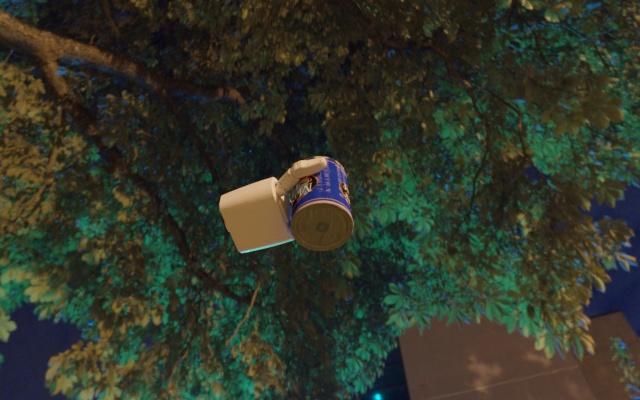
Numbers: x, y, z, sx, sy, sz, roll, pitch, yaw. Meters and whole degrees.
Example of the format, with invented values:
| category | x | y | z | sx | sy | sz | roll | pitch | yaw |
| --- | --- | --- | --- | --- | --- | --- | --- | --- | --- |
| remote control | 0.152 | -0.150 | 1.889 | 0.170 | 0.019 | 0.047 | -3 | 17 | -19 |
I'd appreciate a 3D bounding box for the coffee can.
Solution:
| category | x | y | z | sx | sy | sz | roll | pitch | yaw |
| --- | --- | --- | --- | --- | --- | --- | --- | --- | --- |
| coffee can | 0.000 | 0.003 | 0.830 | 0.103 | 0.103 | 0.140 | 0 | 37 | -3 |
